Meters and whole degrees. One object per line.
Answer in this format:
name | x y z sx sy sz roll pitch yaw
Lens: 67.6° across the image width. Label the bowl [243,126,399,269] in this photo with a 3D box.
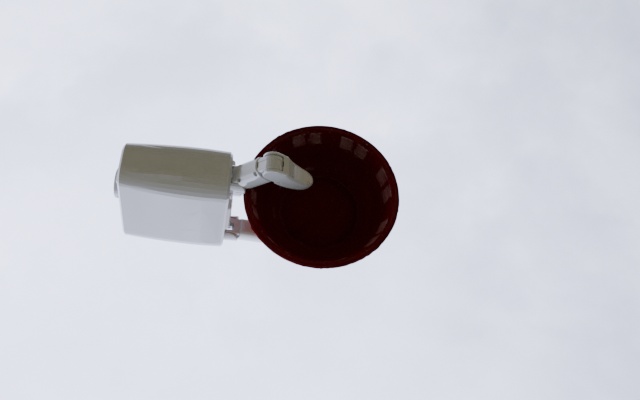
bowl | 0.001 0.002 0.515 0.162 0.162 0.055 0 -24 -3
